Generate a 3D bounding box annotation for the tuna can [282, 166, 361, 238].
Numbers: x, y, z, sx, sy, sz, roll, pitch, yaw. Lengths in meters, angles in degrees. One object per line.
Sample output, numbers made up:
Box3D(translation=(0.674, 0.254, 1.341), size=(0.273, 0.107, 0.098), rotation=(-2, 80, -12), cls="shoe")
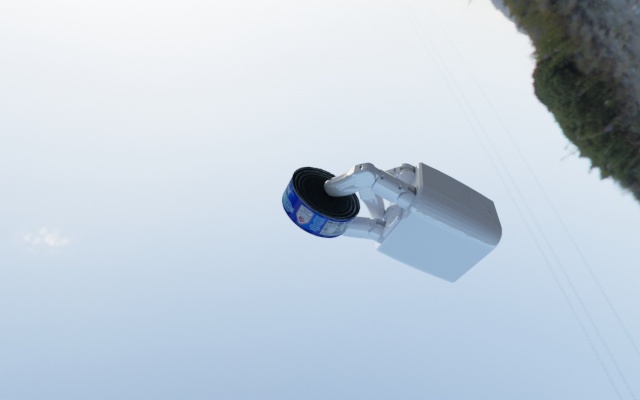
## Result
Box3D(translation=(0.000, 0.002, 0.541), size=(0.086, 0.034, 0.086), rotation=(22, 34, -16), cls="tuna can")
